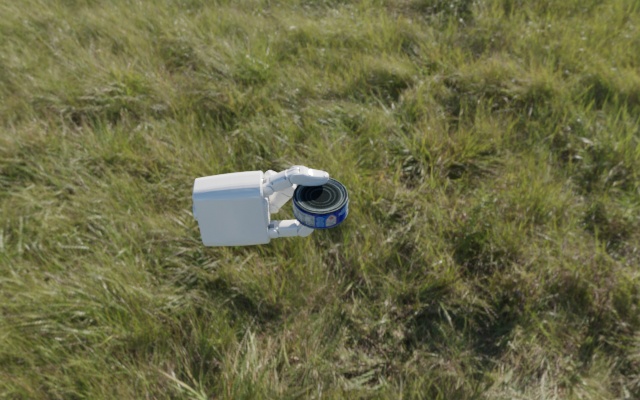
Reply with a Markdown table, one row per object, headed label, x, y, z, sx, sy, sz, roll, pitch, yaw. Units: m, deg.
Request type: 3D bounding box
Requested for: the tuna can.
| label | x | y | z | sx | sy | sz | roll | pitch | yaw |
| --- | --- | --- | --- | --- | --- | --- | --- | --- | --- |
| tuna can | 0.000 | 0.002 | 0.728 | 0.086 | 0.034 | 0.086 | 0 | 43 | 0 |
